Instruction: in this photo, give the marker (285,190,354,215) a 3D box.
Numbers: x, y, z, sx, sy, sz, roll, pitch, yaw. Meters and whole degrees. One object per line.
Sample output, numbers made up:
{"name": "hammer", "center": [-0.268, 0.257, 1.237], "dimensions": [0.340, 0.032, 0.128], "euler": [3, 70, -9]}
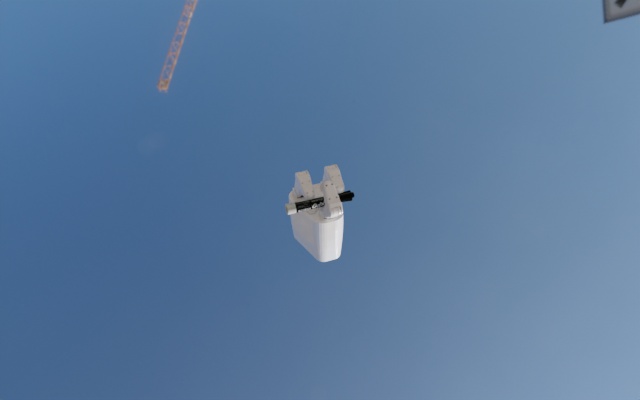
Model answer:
{"name": "marker", "center": [0.000, 0.003, 0.815], "dimensions": [0.121, 0.020, 0.020], "euler": [-12, 3, -14]}
